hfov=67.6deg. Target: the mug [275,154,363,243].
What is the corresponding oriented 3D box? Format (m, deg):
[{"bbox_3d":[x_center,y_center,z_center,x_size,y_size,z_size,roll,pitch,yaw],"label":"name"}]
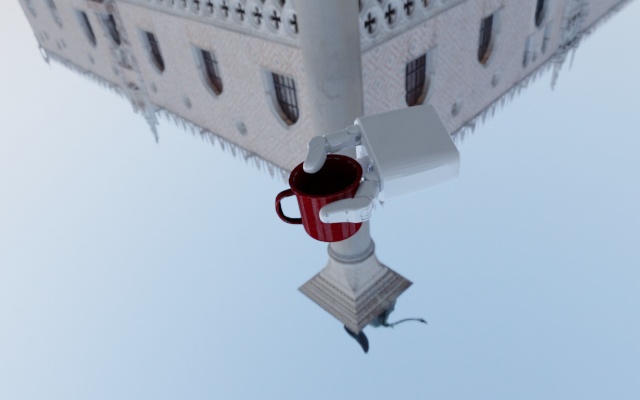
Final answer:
[{"bbox_3d":[-0.001,0.003,0.612,0.117,0.082,0.093,-13,38,-4],"label":"mug"}]
